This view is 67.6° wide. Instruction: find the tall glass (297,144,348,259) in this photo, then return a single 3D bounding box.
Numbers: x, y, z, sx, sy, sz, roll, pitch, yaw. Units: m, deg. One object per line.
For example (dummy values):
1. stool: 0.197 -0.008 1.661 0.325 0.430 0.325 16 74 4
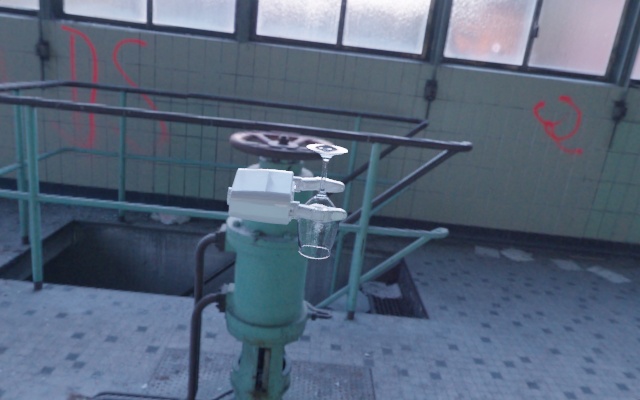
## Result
1. tall glass: 0.000 0.002 0.875 0.079 0.201 0.079 6 17 -2
